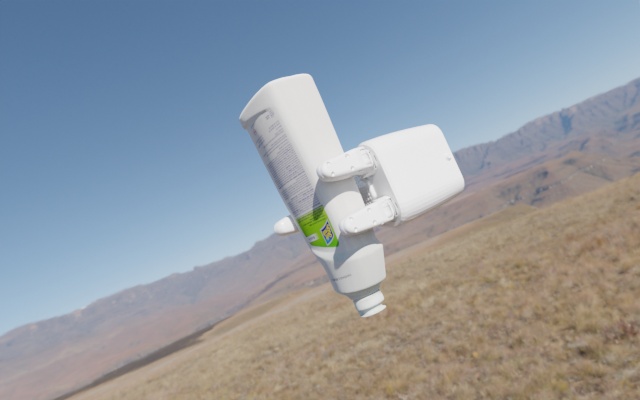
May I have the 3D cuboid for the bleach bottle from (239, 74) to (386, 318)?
[{"bbox_3d":[0.000,0.002,0.503,0.068,0.251,0.102,-21,-4,-31],"label":"bleach bottle"}]
